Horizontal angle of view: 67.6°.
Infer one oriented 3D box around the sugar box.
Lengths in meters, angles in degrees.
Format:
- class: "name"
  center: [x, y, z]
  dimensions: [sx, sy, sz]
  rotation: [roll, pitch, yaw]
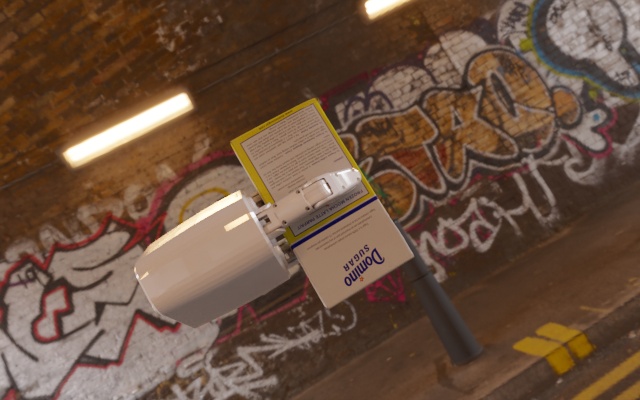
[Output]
- class: "sugar box"
  center: [0.000, 0.002, 0.448]
  dimensions: [0.093, 0.176, 0.048]
  rotation: [-29, -5, -6]
